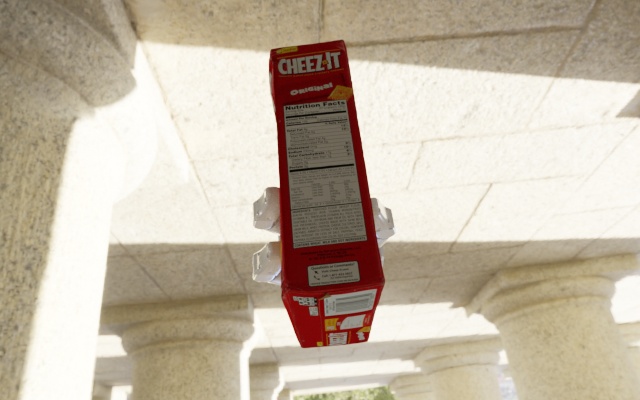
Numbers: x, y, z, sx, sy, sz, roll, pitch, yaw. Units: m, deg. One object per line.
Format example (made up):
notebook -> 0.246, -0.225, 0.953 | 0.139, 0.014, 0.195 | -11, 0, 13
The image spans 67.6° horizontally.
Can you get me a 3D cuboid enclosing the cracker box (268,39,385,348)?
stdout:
cracker box -> 0.000, 0.001, 0.411 | 0.072, 0.213, 0.164 | -6, -28, -1
